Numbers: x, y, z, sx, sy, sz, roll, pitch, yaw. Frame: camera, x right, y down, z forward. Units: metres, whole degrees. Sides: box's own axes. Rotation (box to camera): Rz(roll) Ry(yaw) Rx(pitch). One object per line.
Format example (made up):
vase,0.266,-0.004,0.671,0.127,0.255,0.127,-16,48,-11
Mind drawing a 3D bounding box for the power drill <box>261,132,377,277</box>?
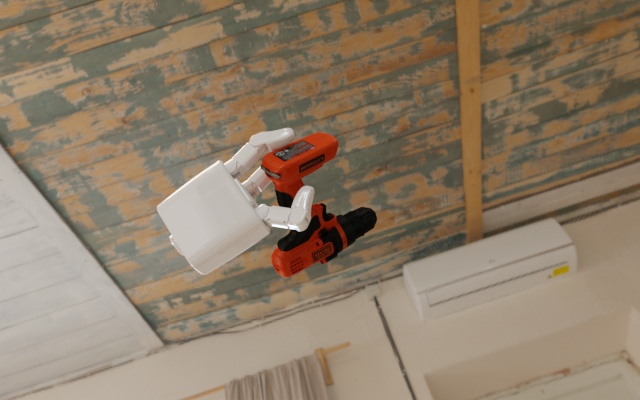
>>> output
power drill,0.000,0.002,0.688,0.184,0.188,0.057,-28,33,-26
